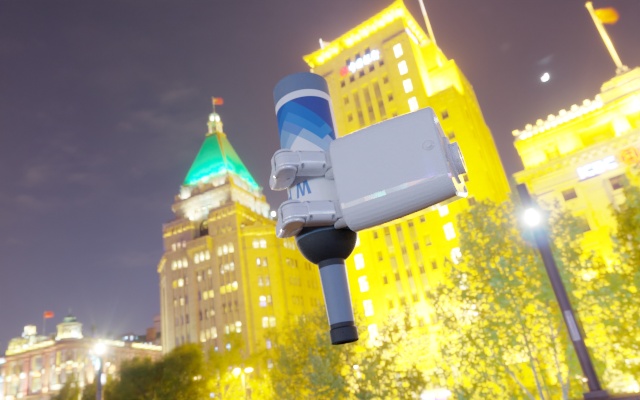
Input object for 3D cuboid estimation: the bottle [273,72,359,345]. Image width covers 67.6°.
[{"bbox_3d":[0.000,0.001,0.511,0.069,0.295,0.069,-8,-23,-4],"label":"bottle"}]
